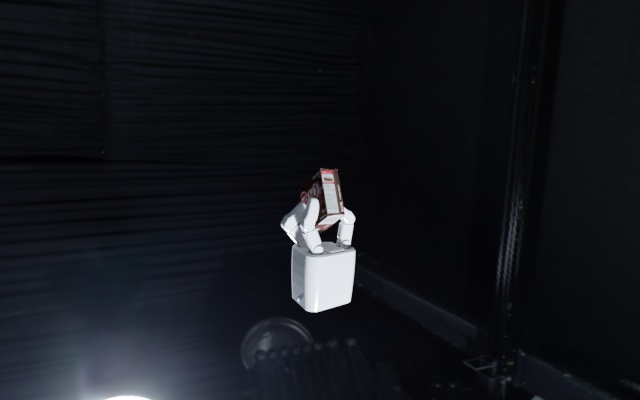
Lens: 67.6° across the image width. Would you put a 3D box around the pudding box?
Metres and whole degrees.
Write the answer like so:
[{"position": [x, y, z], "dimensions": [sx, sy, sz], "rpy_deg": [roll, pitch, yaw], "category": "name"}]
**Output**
[{"position": [0.000, 0.003, 0.870], "dimensions": [0.039, 0.090, 0.113], "rpy_deg": [-1, -19, -26], "category": "pudding box"}]
